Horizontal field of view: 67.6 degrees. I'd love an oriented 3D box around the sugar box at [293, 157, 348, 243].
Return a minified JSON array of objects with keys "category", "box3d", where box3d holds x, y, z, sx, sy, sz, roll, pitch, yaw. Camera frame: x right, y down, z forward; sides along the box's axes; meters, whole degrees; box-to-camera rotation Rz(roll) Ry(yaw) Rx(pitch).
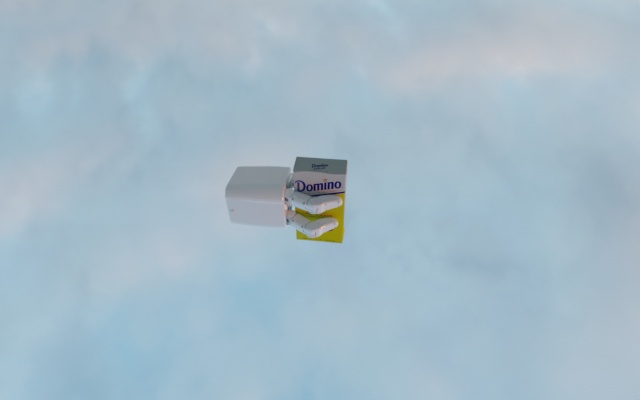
[{"category":"sugar box","box3d":[0.000,0.003,0.872,0.093,0.048,0.176,4,-44,5]}]
